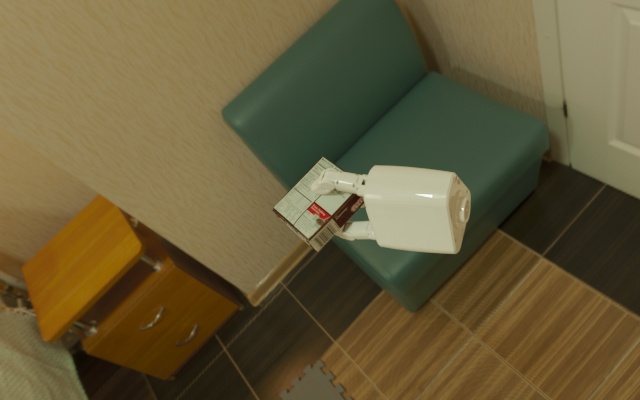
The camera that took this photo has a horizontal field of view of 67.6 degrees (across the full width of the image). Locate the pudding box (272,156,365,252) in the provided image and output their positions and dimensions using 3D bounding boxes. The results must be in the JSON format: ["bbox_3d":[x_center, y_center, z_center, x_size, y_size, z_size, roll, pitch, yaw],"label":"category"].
[{"bbox_3d":[0.000,0.002,0.680,0.090,0.113,0.039,39,-10,38],"label":"pudding box"}]
